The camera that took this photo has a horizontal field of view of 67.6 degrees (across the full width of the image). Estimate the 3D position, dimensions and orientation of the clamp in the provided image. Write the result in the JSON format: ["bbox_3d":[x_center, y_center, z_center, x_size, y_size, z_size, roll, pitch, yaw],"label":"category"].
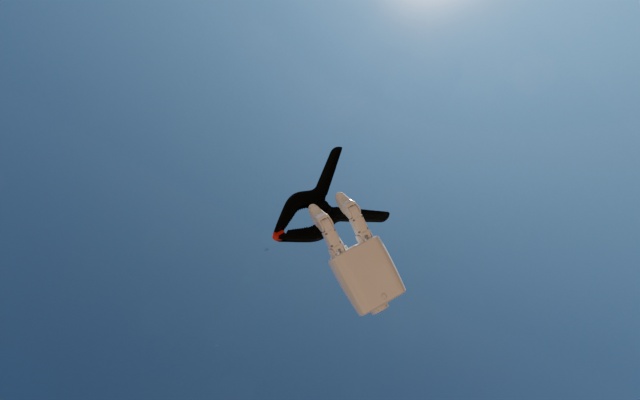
[{"bbox_3d":[0.000,0.003,0.855,0.210,0.164,0.036,-25,-12,-18],"label":"clamp"}]
